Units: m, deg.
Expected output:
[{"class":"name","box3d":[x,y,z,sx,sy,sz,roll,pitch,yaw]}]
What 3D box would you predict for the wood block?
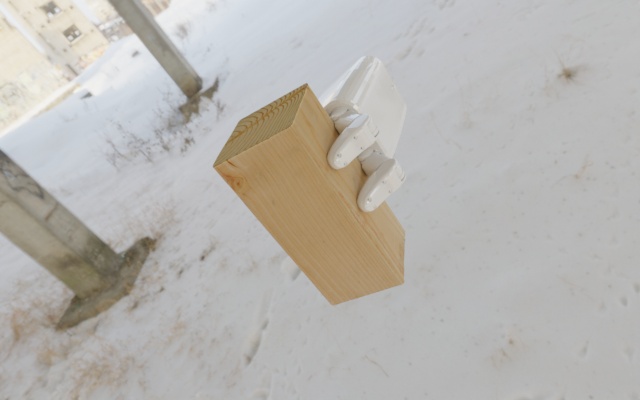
[{"class":"wood block","box3d":[0.000,0.001,0.489,0.091,0.206,0.090,-23,31,26]}]
